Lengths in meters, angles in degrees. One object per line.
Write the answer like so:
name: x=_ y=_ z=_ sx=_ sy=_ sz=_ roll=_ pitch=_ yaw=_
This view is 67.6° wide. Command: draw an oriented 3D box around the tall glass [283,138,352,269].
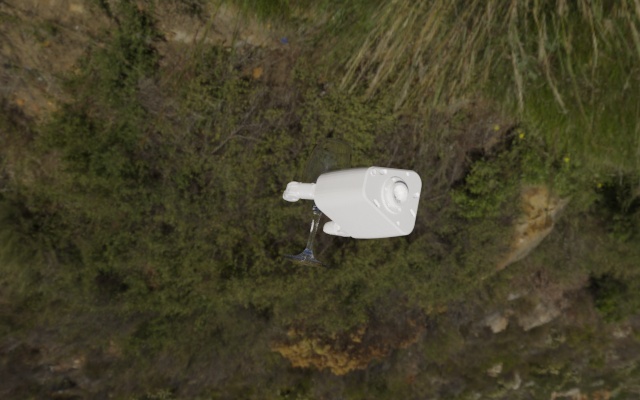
tall glass: x=0.000 y=0.003 z=0.767 sx=0.079 sy=0.201 sz=0.079 roll=12 pitch=-14 yaw=3
